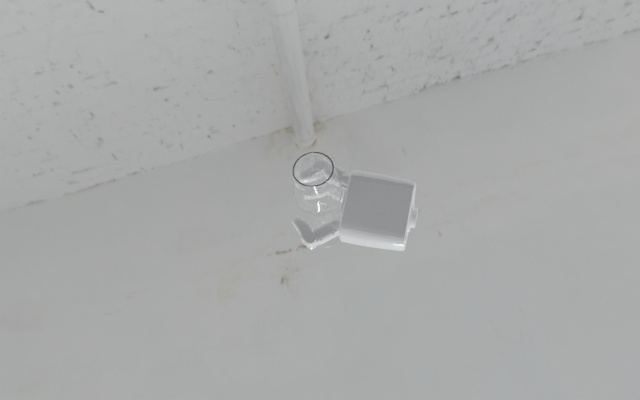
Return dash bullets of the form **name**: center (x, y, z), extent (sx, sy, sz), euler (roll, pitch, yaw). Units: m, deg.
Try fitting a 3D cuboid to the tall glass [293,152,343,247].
- **tall glass**: center (0.000, 0.003, 0.786), extent (0.079, 0.079, 0.201), euler (0, -30, 8)
